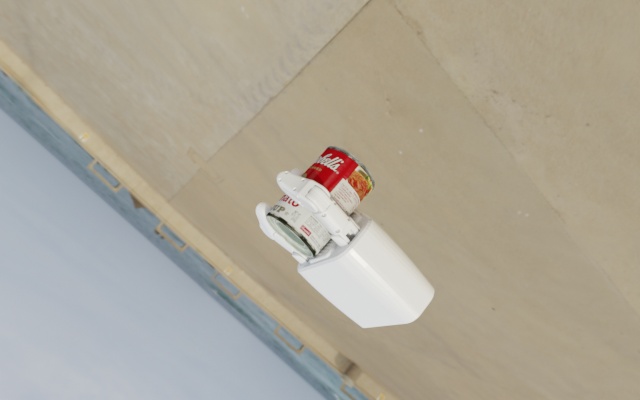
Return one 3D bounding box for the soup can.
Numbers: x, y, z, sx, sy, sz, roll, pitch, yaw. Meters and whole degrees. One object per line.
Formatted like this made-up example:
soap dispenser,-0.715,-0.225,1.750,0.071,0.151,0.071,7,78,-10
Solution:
soup can,0.000,0.002,0.504,0.068,0.102,0.068,38,-17,14
